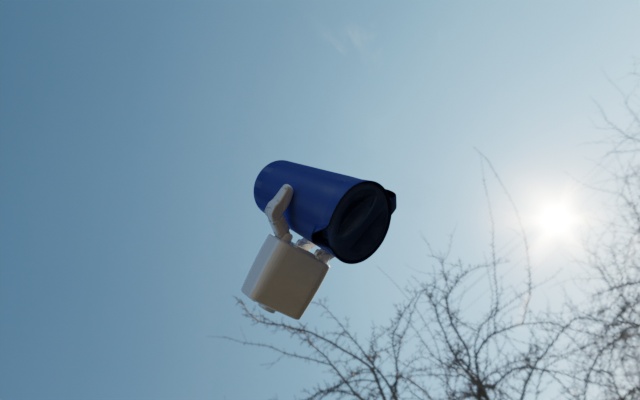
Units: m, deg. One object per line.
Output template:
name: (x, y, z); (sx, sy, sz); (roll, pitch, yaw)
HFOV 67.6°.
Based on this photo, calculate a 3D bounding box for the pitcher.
pitcher: (0.000, 0.003, 0.816); (0.242, 0.145, 0.149); (23, -8, 47)
